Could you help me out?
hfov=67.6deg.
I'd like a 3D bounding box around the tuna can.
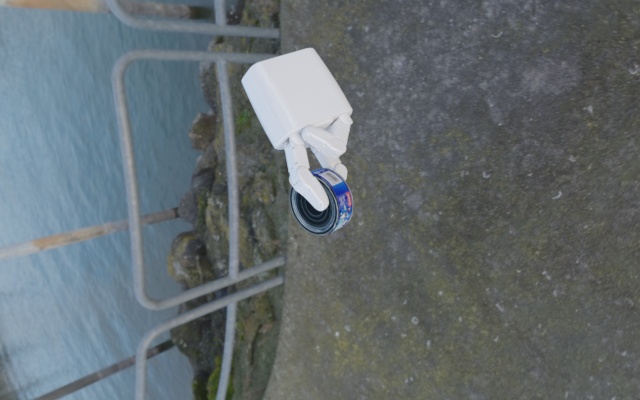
[{"bbox_3d":[0.000,0.002,0.631,0.086,0.086,0.033,0,17,41],"label":"tuna can"}]
